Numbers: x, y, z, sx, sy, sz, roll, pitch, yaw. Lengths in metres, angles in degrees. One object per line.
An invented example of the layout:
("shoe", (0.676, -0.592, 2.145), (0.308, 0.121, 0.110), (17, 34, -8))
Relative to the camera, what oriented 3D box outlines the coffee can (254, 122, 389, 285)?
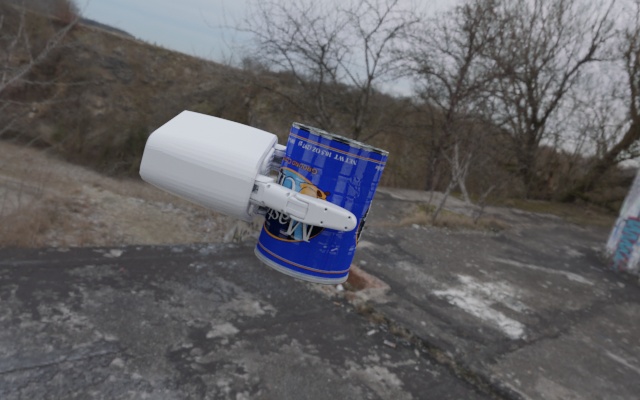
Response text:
("coffee can", (0.000, 0.002, 0.494), (0.103, 0.140, 0.103), (17, 9, -3))
